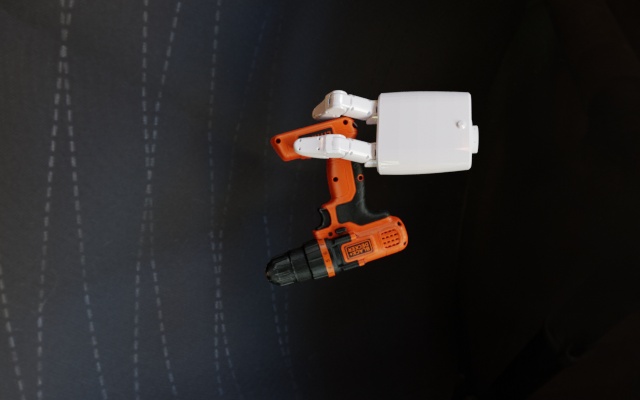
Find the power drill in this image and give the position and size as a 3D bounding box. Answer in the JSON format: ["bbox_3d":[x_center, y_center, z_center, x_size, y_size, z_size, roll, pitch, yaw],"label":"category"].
[{"bbox_3d":[0.000,0.001,0.597,0.184,0.187,0.057,-17,7,-5],"label":"power drill"}]
